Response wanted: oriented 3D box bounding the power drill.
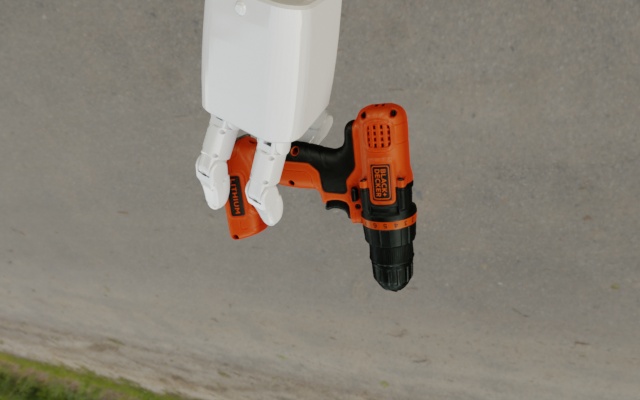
[{"bbox_3d":[0.000,0.001,0.472,0.187,0.184,0.057,-1,17,17],"label":"power drill"}]
